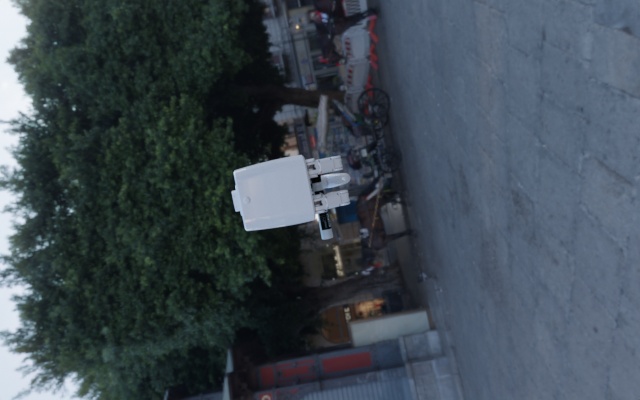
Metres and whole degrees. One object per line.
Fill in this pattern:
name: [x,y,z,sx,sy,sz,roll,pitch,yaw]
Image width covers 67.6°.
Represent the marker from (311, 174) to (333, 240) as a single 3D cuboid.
marker: [0.000,0.003,0.774,0.020,0.121,0.020,-11,4,1]
